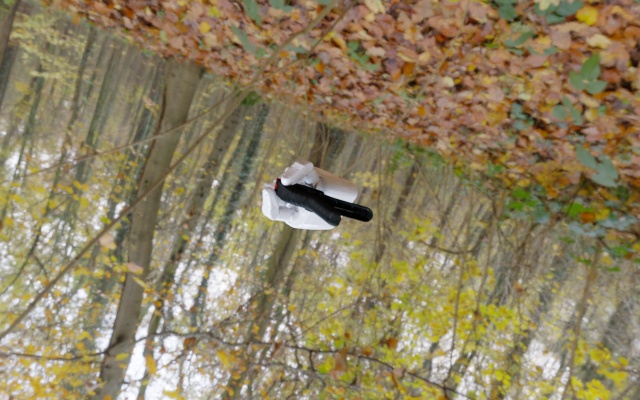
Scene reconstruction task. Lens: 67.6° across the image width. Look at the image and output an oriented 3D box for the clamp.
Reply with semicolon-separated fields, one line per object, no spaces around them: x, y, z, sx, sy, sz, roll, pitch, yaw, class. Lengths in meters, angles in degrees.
0.000;0.003;0.779;0.171;0.039;0.120;28;11;37;clamp
